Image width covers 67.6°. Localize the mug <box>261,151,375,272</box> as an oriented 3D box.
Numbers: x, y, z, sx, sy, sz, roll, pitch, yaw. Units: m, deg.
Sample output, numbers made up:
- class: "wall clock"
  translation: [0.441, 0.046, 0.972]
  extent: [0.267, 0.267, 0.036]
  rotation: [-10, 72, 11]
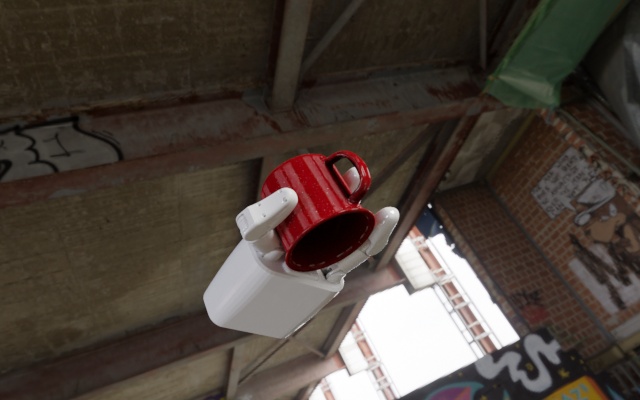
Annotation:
- class: "mug"
  translation: [0.001, 0.000, 0.457]
  extent: [0.093, 0.081, 0.117]
  rotation: [8, -48, -46]
